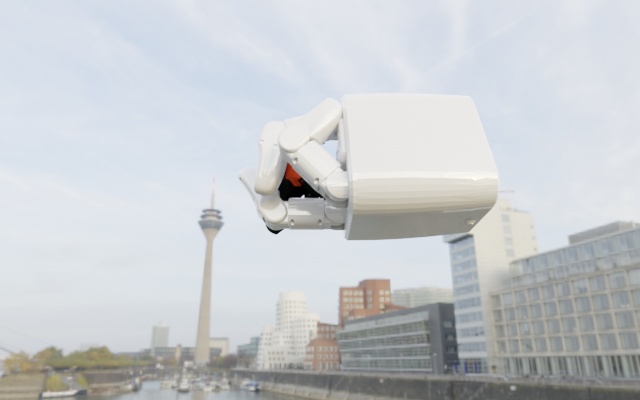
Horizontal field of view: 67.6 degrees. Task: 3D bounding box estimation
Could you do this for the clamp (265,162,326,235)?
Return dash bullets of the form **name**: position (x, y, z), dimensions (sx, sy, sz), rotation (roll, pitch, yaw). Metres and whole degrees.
- **clamp**: position (0.000, 0.001, 0.465), dimensions (0.120, 0.039, 0.171), rotation (-3, -19, -2)
